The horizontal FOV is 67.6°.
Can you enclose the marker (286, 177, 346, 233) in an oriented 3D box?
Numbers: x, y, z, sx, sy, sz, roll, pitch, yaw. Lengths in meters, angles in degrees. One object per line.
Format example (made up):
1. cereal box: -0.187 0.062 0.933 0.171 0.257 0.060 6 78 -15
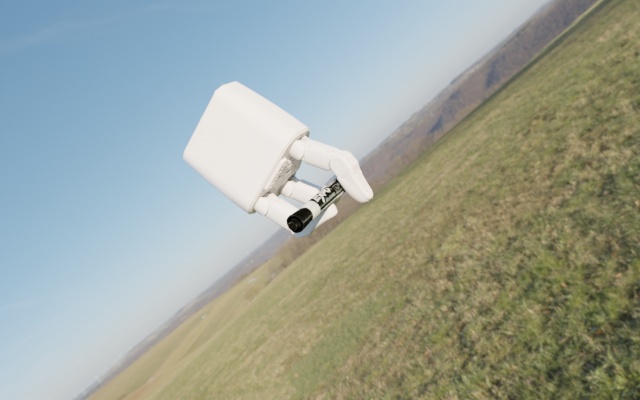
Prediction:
1. marker: 0.000 0.002 0.487 0.020 0.020 0.121 0 22 28
